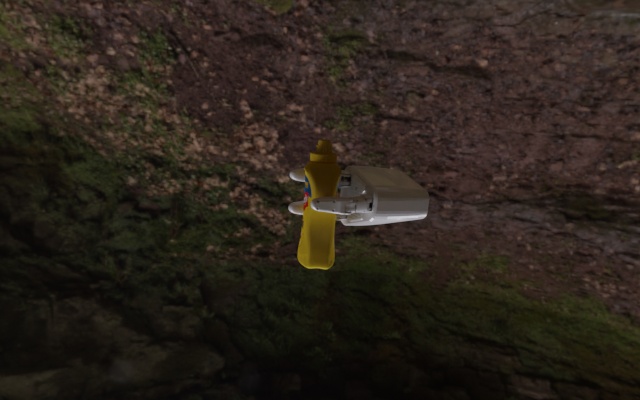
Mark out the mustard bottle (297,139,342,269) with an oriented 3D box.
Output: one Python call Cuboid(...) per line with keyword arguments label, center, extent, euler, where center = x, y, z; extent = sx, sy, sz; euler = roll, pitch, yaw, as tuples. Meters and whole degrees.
Cuboid(label="mustard bottle", center=(0.000, 0.003, 0.736), extent=(0.058, 0.191, 0.096), euler=(4, 10, -4))
